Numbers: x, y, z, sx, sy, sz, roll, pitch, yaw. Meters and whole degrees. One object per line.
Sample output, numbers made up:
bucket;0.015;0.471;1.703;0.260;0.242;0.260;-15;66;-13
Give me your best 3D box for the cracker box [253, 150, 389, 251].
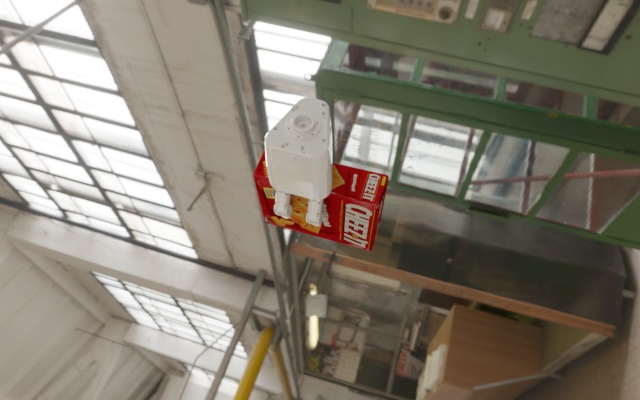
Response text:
cracker box;0.000;0.003;0.838;0.213;0.072;0.164;15;-31;10
